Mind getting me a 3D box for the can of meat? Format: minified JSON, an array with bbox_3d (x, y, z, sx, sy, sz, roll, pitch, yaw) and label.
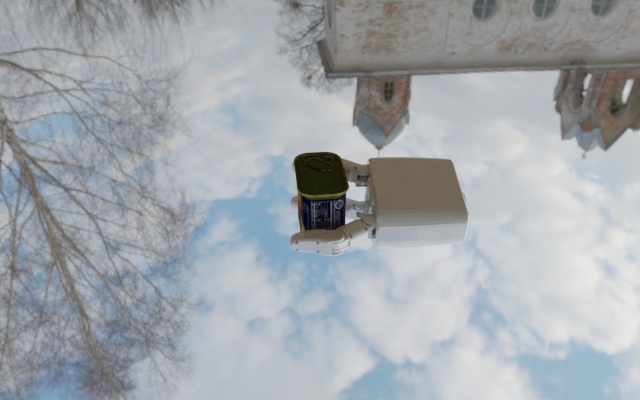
[{"bbox_3d":[0.000,0.002,0.569,0.057,0.084,0.102,-4,33,-5],"label":"can of meat"}]
